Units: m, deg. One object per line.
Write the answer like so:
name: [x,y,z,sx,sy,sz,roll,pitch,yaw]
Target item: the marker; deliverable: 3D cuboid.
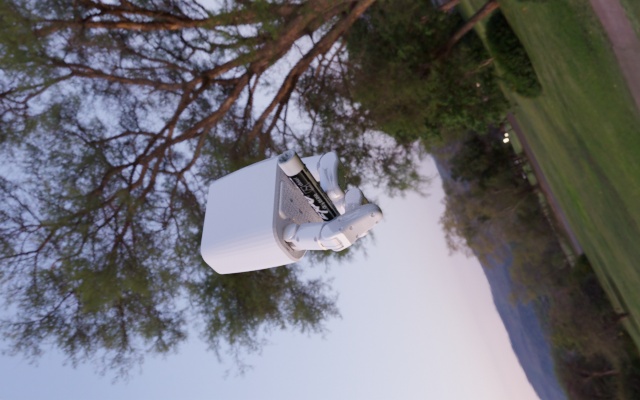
marker: [0.000,0.001,0.449,0.020,0.020,0.121,0,-41,41]
